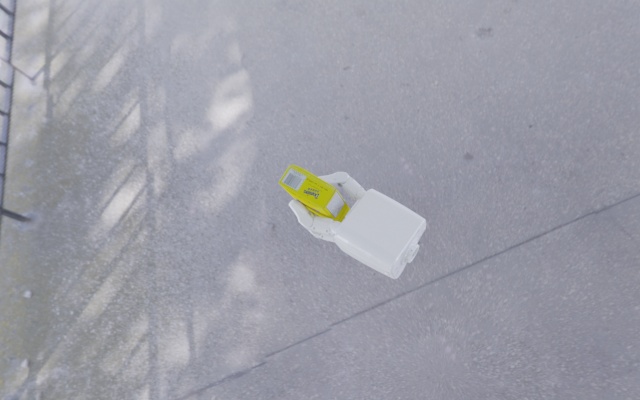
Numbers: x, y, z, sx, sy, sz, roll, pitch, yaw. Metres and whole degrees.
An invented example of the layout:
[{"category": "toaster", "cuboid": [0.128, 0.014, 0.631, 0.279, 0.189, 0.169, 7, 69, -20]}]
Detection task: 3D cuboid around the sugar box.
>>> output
[{"category": "sugar box", "cuboid": [0.000, 0.003, 0.827, 0.093, 0.048, 0.176, 30, -10, 23]}]
